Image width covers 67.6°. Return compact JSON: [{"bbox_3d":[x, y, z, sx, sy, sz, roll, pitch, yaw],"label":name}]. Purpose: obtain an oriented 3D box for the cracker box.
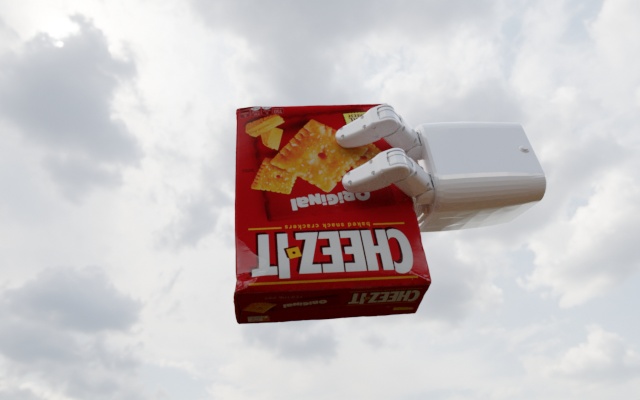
[{"bbox_3d":[0.000,0.001,0.461,0.164,0.213,0.072,-2,-36,-6],"label":"cracker box"}]
